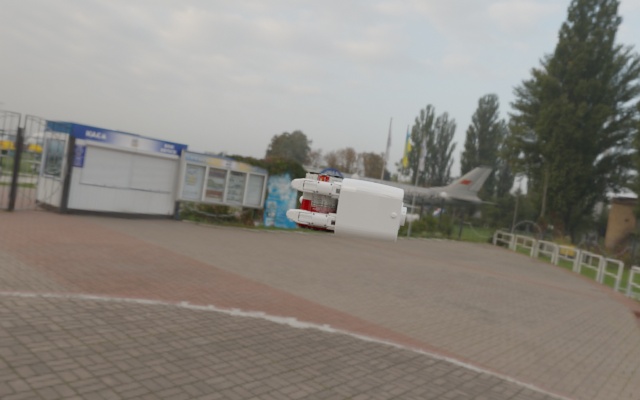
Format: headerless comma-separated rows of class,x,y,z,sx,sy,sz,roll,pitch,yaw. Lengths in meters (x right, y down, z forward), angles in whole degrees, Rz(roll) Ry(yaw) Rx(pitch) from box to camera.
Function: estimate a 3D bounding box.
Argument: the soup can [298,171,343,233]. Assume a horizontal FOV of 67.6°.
soup can,0.000,0.002,0.862,0.068,0.102,0.068,9,1,0
